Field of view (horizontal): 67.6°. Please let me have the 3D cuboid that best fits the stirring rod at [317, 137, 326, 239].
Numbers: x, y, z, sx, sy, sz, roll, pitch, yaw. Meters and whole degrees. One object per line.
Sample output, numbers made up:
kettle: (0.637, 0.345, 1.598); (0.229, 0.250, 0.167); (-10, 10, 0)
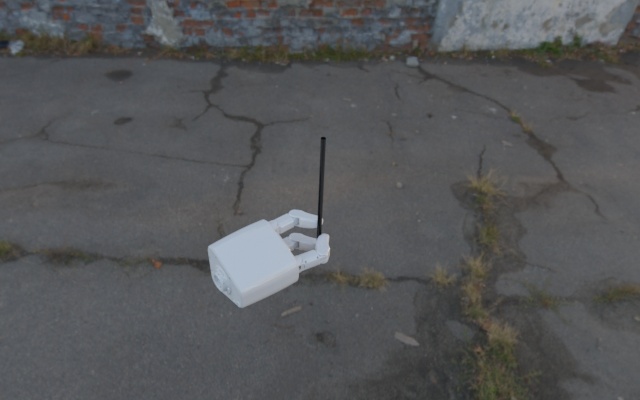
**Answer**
stirring rod: (0.000, 0.003, 0.783); (0.011, 0.240, 0.011); (2, 38, -1)
